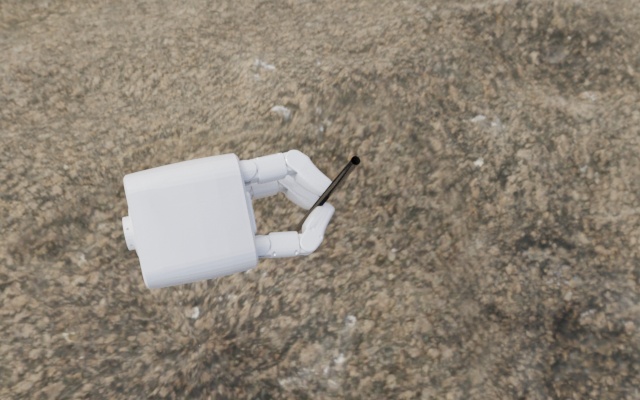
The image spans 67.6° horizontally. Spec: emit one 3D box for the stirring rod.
[{"bbox_3d":[0.000,0.002,0.498,0.011,0.011,0.239,0,-16,-14],"label":"stirring rod"}]
